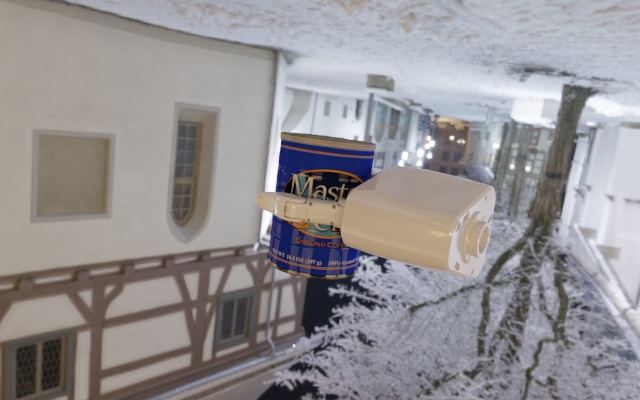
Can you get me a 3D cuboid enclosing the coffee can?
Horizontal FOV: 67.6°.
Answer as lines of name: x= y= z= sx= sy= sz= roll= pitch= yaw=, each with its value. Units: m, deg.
coffee can: x=0.000 y=0.002 z=0.518 sx=0.103 sy=0.140 sz=0.103 roll=7 pitch=10 yaw=-1
